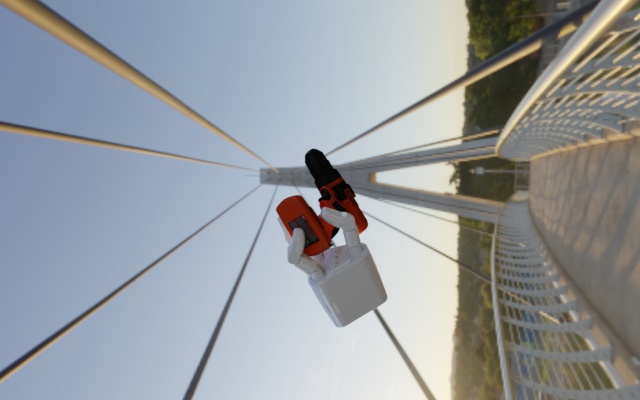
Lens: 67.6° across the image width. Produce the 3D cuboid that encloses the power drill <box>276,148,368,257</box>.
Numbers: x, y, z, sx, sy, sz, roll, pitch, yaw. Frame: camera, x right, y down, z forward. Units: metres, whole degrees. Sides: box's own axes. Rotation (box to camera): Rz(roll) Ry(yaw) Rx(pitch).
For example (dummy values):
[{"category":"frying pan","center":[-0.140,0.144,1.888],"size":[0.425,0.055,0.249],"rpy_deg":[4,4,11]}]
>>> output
[{"category":"power drill","center":[0.000,0.003,0.839],"size":[0.057,0.184,0.187],"rpy_deg":[-33,1,32]}]
